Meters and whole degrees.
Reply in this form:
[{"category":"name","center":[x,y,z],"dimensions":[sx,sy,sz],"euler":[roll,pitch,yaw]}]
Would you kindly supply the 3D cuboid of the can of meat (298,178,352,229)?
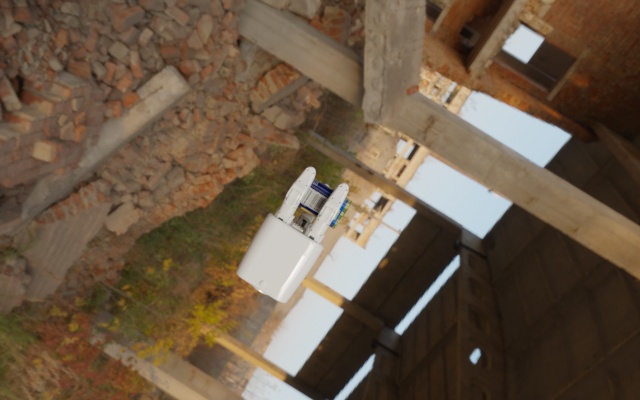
[{"category":"can of meat","center":[0.000,0.003,0.764],"dimensions":[0.084,0.057,0.102],"euler":[32,-2,1]}]
